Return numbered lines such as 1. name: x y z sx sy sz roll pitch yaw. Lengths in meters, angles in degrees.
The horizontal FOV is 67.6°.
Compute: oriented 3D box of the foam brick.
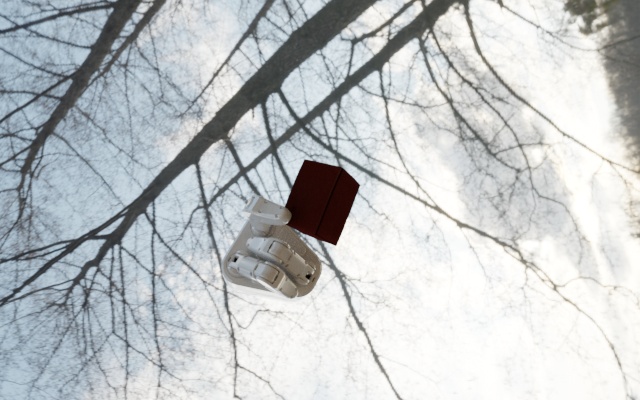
1. foam brick: 0.000 0.001 0.530 0.053 0.078 0.051 18 -8 34
